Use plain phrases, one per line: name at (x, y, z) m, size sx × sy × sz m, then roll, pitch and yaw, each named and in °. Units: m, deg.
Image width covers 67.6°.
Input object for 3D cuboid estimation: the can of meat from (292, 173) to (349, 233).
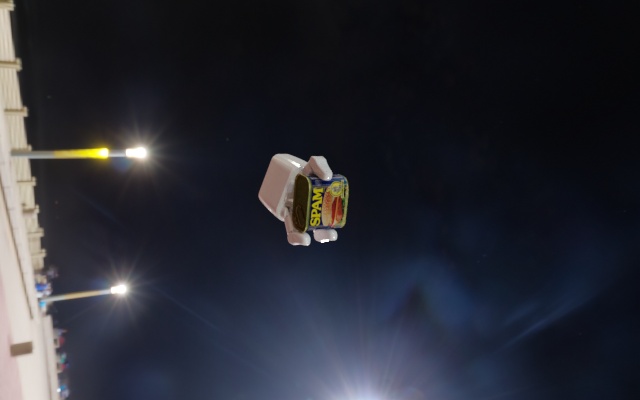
can of meat at (0.000, 0.003, 0.857) m, size 0.084 × 0.102 × 0.057 m, roll -3°, pitch 17°, yaw -29°
